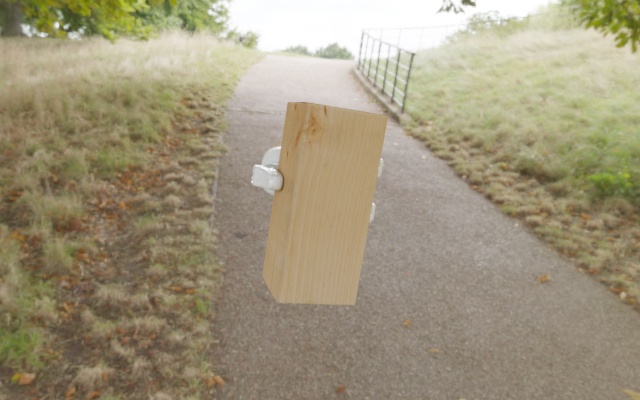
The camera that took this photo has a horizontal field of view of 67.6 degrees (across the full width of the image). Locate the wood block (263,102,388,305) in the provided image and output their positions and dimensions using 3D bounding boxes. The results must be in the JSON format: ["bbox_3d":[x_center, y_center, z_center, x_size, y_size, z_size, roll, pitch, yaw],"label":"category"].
[{"bbox_3d":[0.000,0.001,0.528,0.091,0.206,0.090,6,10,-19],"label":"wood block"}]
